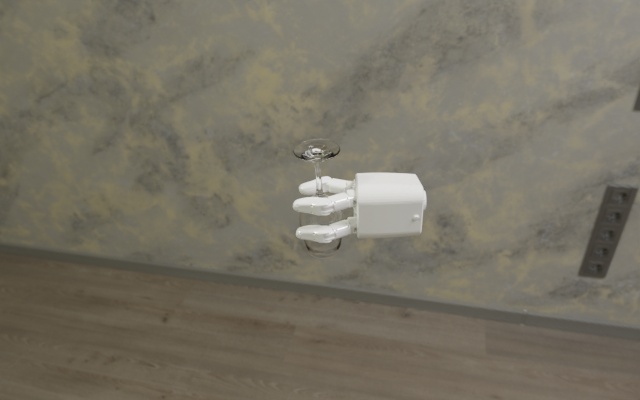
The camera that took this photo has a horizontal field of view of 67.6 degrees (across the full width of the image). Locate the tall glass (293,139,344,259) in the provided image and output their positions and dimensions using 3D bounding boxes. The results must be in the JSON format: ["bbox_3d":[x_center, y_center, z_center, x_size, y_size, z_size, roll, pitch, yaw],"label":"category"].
[{"bbox_3d":[0.000,0.002,0.806,0.079,0.201,0.079,-2,34,2],"label":"tall glass"}]
